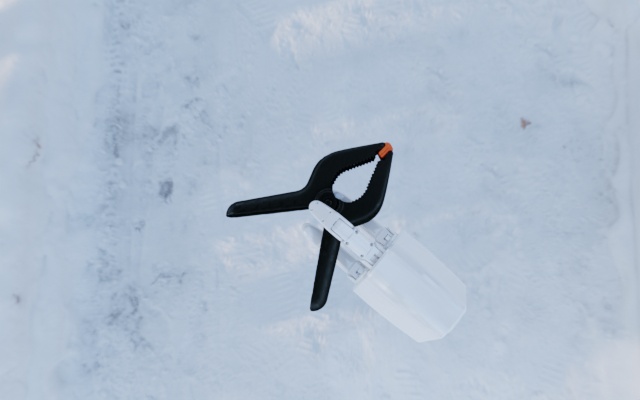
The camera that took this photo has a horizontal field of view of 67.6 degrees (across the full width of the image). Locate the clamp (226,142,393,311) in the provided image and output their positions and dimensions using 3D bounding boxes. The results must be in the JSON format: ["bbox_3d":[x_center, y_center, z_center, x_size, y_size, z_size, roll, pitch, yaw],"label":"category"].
[{"bbox_3d":[0.001,0.002,0.572,0.164,0.210,0.036,40,-2,8],"label":"clamp"}]
